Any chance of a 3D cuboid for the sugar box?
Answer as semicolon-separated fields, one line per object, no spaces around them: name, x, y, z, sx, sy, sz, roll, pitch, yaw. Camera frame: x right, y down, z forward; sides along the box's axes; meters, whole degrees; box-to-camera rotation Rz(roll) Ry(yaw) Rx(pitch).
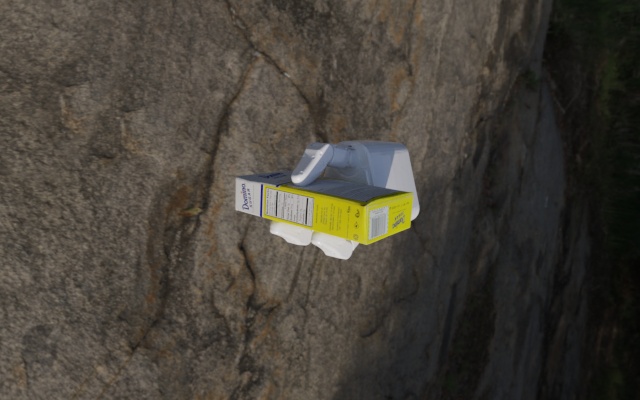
sugar box;0.000;0.002;0.520;0.176;0.048;0.093;9;13;37
